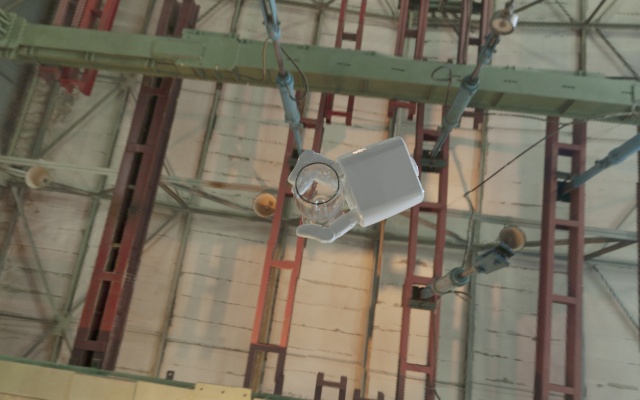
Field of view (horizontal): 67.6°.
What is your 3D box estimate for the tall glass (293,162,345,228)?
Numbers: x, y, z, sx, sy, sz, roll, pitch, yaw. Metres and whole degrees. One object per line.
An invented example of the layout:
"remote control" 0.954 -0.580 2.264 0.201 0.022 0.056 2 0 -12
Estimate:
"tall glass" 0.000 0.003 0.753 0.079 0.079 0.201 0 -15 3
